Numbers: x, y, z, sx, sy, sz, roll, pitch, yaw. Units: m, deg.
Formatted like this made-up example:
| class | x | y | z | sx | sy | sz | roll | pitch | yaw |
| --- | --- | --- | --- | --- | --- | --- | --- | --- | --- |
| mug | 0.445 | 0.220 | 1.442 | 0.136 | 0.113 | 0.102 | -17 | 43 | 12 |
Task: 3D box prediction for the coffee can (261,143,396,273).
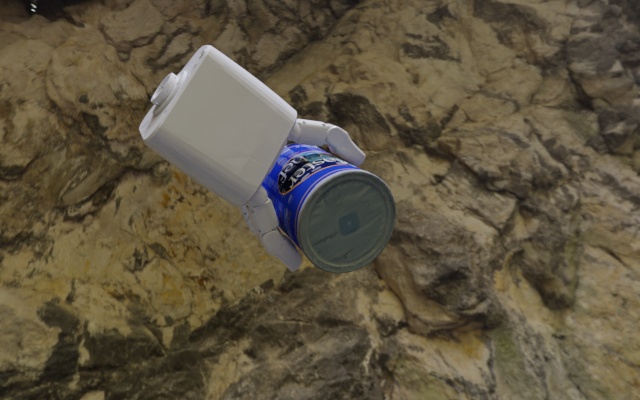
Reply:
| class | x | y | z | sx | sy | sz | roll | pitch | yaw |
| --- | --- | --- | --- | --- | --- | --- | --- | --- | --- |
| coffee can | 0.000 | 0.002 | 0.509 | 0.103 | 0.103 | 0.140 | 0 | 17 | -25 |
